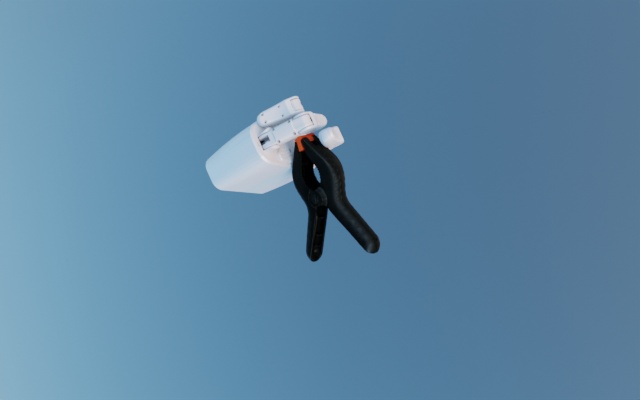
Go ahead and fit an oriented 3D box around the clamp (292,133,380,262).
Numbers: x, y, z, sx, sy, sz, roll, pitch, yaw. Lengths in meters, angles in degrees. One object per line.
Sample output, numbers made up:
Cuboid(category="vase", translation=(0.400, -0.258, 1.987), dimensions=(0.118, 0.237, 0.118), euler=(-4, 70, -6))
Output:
Cuboid(category="clamp", translation=(0.000, 0.002, 0.618), dimensions=(0.120, 0.171, 0.039), euler=(-26, -6, 39))
